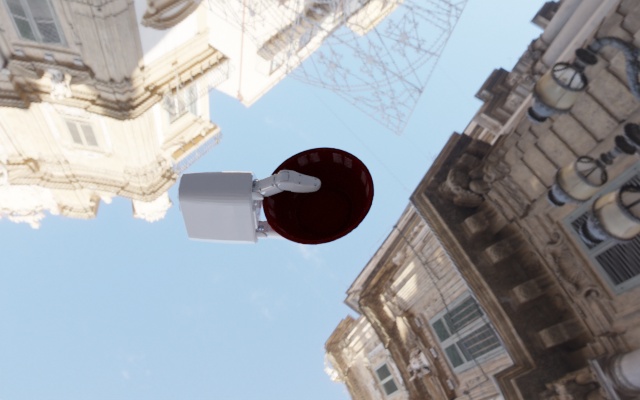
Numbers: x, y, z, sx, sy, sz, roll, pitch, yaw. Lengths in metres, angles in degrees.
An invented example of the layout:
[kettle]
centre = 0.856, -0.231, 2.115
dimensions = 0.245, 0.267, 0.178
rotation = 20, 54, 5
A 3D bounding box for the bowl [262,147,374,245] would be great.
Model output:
[bowl]
centre = 0.001, 0.003, 0.694
dimensions = 0.162, 0.162, 0.055
rotation = 0, -31, 13
